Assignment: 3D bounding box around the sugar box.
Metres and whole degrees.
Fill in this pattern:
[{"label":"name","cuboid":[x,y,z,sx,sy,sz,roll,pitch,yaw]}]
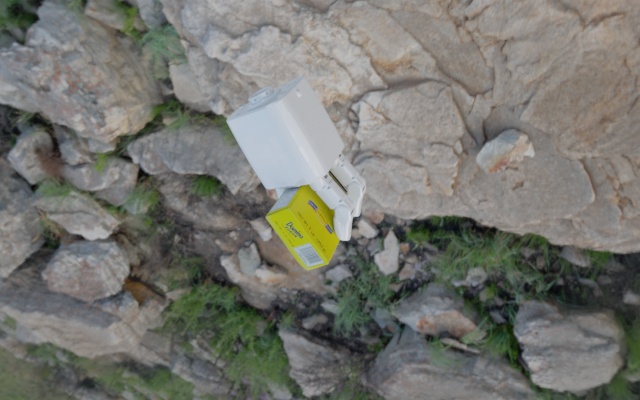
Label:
[{"label":"sugar box","cuboid":[0.000,0.002,0.648,0.048,0.093,0.176,-19,24,34]}]
